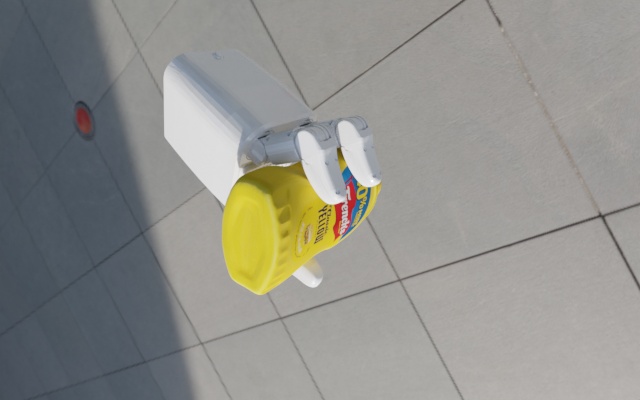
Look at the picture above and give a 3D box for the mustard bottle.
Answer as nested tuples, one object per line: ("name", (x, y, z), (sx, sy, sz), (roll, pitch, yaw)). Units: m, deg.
("mustard bottle", (0.000, 0.002, 0.423), (0.058, 0.096, 0.191), (22, 29, 29))
